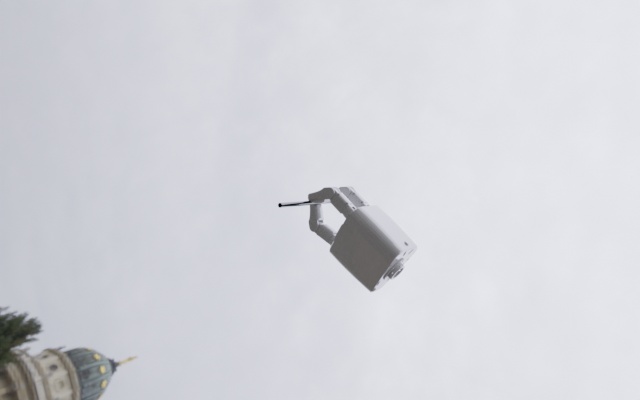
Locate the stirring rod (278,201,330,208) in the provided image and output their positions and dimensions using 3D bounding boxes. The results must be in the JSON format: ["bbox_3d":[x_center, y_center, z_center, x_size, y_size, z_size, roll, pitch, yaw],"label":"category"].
[{"bbox_3d":[0.000,0.003,0.870,0.011,0.011,0.239,0,2,33],"label":"stirring rod"}]
